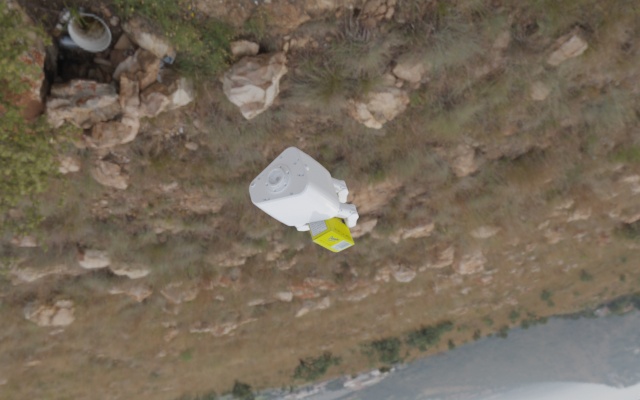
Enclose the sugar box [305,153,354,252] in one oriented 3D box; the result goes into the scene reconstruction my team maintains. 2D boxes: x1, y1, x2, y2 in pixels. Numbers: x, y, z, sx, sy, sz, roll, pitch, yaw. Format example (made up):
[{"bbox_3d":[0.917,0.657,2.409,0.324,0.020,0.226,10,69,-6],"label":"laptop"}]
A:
[{"bbox_3d":[0.001,0.003,0.884,0.048,0.176,0.093,-28,-31,19],"label":"sugar box"}]
